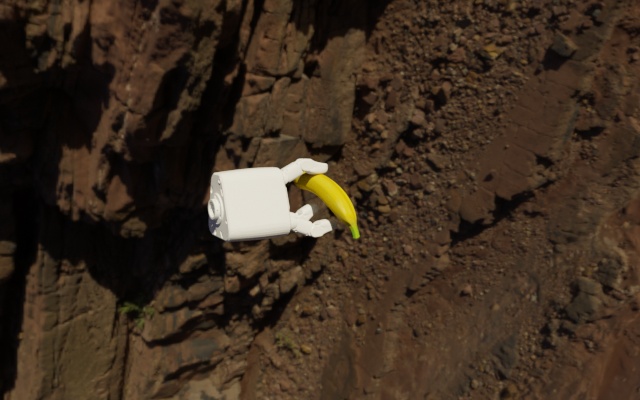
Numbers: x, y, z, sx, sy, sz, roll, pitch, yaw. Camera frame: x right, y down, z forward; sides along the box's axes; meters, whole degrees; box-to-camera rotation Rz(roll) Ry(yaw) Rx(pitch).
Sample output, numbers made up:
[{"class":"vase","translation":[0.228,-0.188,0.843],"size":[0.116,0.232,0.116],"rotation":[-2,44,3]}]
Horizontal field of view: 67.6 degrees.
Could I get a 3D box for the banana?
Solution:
[{"class":"banana","translation":[0.004,-0.011,0.836],"size":[0.037,0.070,0.197],"rotation":[-13,38,-30]}]
